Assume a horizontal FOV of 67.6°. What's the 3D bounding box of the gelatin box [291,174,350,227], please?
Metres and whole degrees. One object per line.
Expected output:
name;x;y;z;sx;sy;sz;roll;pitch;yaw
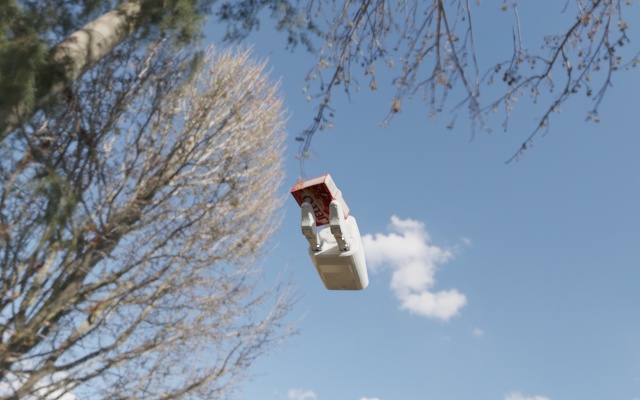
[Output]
gelatin box;0.000;0.002;0.857;0.073;0.089;0.030;-15;30;29
